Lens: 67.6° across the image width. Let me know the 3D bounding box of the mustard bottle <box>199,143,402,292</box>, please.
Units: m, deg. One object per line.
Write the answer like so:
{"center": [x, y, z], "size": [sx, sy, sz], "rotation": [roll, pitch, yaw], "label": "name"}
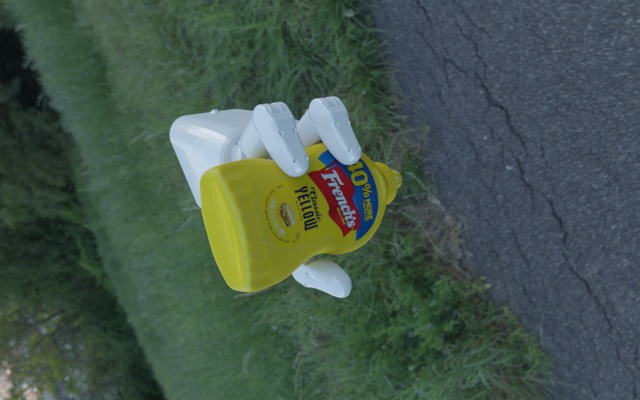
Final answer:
{"center": [0.000, 0.001, 0.402], "size": [0.191, 0.096, 0.058], "rotation": [-17, 3, -38], "label": "mustard bottle"}
